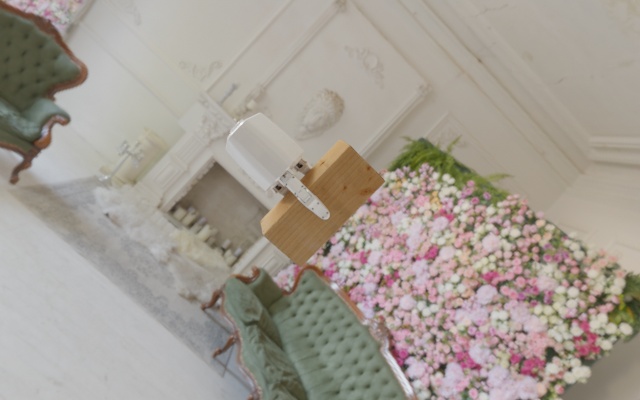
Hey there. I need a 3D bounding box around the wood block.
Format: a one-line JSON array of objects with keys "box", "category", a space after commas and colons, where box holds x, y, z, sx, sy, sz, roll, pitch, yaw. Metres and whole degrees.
[{"box": [0.000, 0.002, 0.830, 0.090, 0.206, 0.090, 43, 4, -17], "category": "wood block"}]
